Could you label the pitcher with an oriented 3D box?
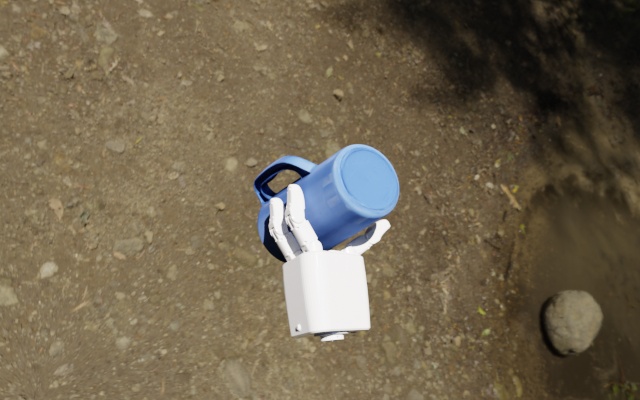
[{"bbox_3d":[0.000,0.003,0.732,0.149,0.145,0.243,5,-22,-29],"label":"pitcher"}]
